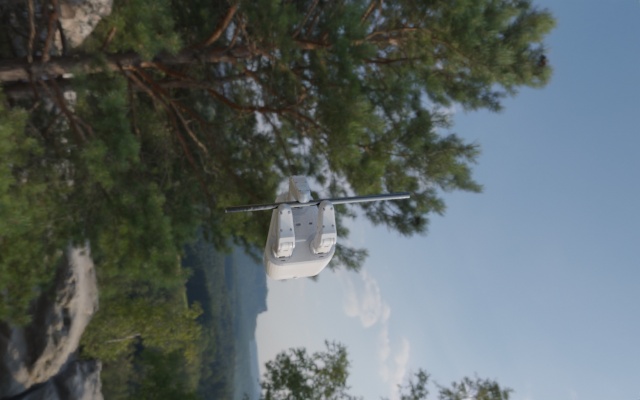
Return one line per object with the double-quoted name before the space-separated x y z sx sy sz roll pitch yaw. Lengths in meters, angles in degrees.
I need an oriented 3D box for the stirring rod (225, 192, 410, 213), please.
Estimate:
"stirring rod" 0.000 0.002 0.614 0.239 0.011 0.011 -5 1 -11
